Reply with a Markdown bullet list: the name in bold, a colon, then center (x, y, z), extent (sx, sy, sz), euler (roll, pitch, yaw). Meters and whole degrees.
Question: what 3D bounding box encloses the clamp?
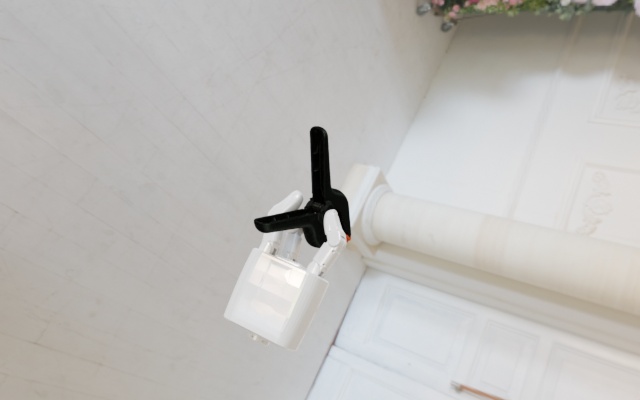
- **clamp**: center (0.001, 0.003, 0.698), extent (0.036, 0.164, 0.210), euler (21, -11, 35)
